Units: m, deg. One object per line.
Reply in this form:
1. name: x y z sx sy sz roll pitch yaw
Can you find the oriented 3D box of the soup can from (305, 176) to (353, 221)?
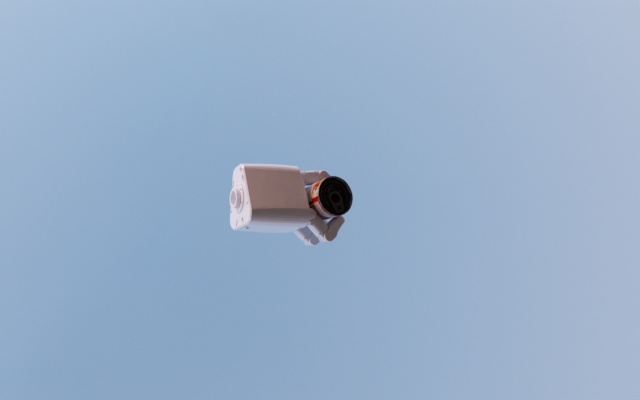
1. soup can: 0.000 0.003 0.833 0.068 0.068 0.102 0 -12 -31
